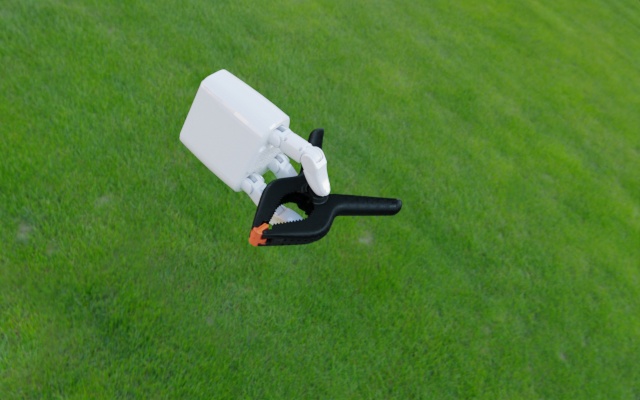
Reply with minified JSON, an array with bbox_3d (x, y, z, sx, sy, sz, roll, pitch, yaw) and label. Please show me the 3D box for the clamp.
[{"bbox_3d":[0.000,0.002,0.598,0.210,0.164,0.036,-43,-14,-41],"label":"clamp"}]
